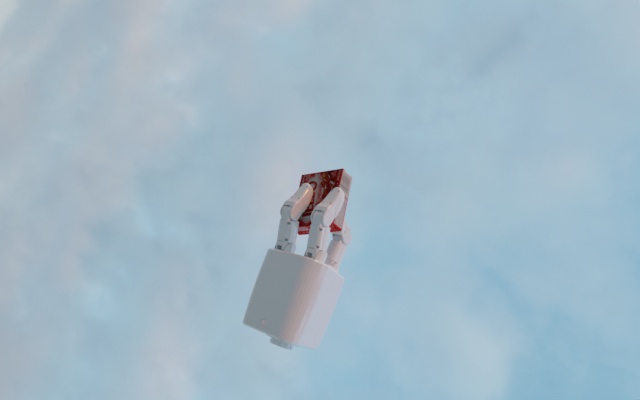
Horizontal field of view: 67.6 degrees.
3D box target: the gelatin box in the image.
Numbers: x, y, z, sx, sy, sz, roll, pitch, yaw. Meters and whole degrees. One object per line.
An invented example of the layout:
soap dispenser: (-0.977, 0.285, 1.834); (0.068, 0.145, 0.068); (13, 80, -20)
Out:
gelatin box: (0.000, 0.002, 0.670); (0.073, 0.089, 0.030); (-7, -32, 35)
